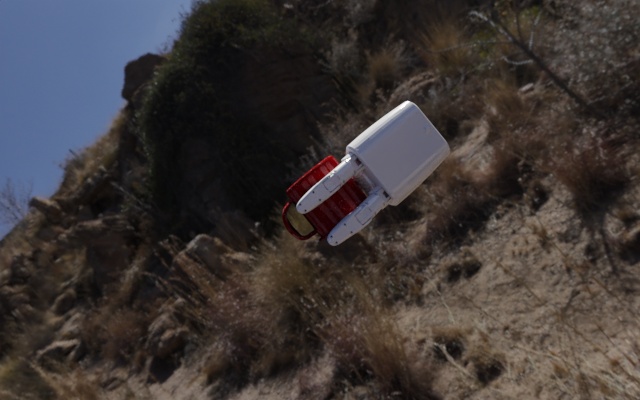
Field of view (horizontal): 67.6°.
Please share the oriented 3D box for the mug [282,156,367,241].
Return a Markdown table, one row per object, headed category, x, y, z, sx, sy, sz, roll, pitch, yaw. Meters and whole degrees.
| category | x | y | z | sx | sy | sz | roll | pitch | yaw |
| --- | --- | --- | --- | --- | --- | --- | --- | --- | --- |
| mug | -0.001 | 0.003 | 0.637 | 0.117 | 0.081 | 0.093 | -40 | 1 | -12 |
